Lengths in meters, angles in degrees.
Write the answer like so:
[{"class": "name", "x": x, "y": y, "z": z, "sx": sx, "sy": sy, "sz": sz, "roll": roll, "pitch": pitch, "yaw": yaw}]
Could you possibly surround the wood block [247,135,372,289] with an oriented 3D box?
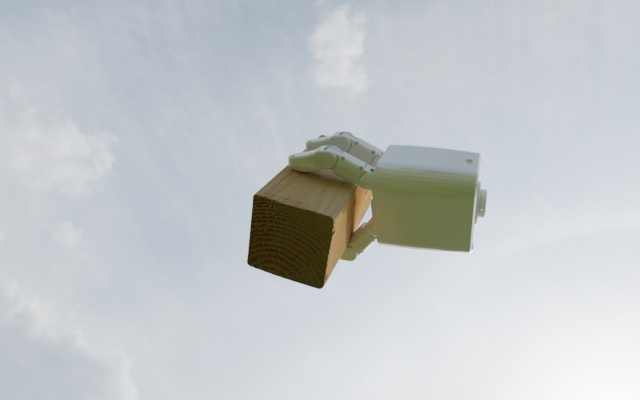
[{"class": "wood block", "x": 0.000, "y": 0.002, "z": 0.572, "sx": 0.090, "sy": 0.091, "sz": 0.206, "roll": 16, "pitch": 28, "yaw": 13}]
